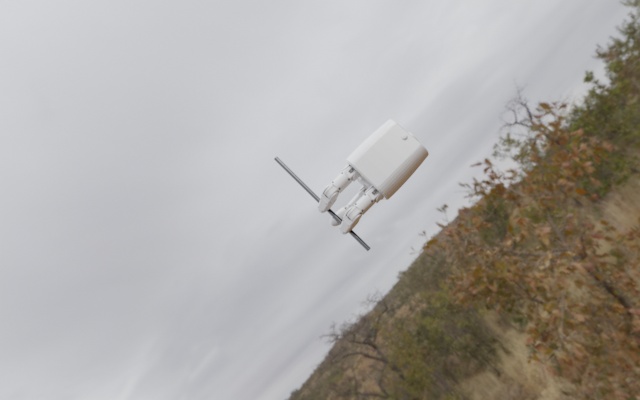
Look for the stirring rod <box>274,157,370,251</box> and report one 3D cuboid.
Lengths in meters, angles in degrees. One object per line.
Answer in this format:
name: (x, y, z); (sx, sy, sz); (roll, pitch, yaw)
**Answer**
stirring rod: (0.000, 0.003, 0.845); (0.239, 0.011, 0.011); (44, 15, 16)
